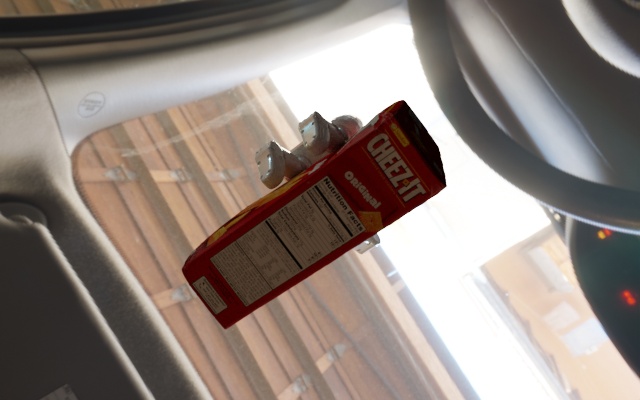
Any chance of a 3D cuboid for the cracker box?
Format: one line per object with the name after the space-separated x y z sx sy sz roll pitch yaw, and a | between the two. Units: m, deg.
0.000 0.002 0.426 0.214 0.072 0.164 -35 6 19 | cracker box
